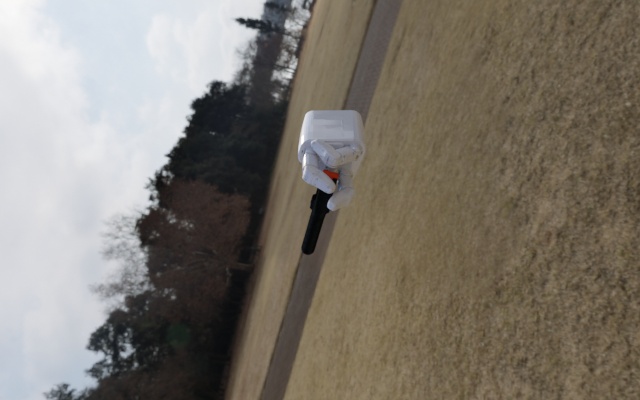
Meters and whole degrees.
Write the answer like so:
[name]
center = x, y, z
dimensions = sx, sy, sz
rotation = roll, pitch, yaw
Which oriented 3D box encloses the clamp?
[clamp]
center = 0.000, 0.003, 0.855
dimensions = 0.039, 0.172, 0.120
rotation = 13, 40, -10
